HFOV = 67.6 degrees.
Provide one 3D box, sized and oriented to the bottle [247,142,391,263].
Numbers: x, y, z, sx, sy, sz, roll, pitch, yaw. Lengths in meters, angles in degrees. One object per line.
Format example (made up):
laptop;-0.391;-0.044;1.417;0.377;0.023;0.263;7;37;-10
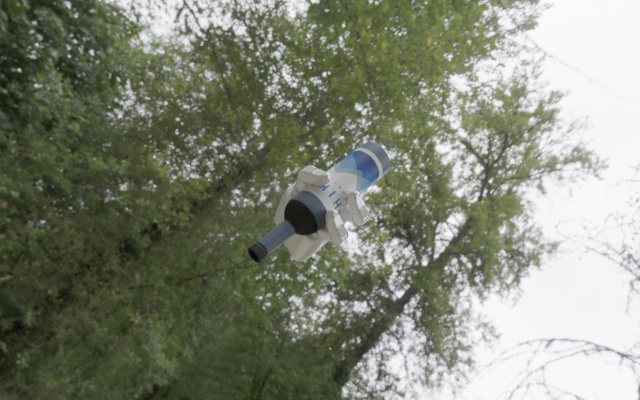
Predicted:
bottle;0.000;0.002;0.773;0.295;0.069;0.069;-39;23;-32
